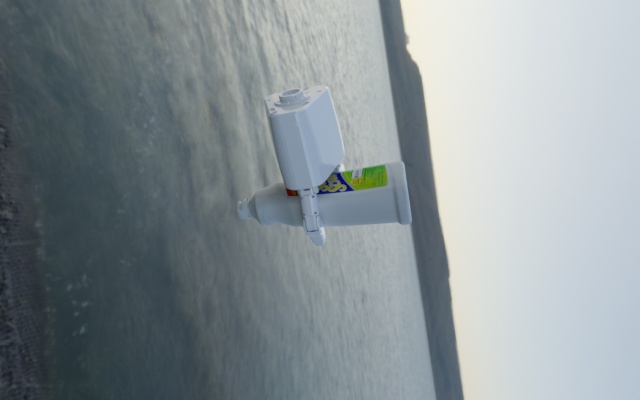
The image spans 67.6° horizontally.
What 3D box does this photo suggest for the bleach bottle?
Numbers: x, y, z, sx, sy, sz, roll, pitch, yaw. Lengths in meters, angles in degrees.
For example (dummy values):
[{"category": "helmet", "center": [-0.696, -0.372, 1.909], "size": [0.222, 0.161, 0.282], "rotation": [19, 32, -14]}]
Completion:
[{"category": "bleach bottle", "center": [0.000, 0.002, 0.691], "size": [0.251, 0.068, 0.102], "rotation": [-8, 30, 11]}]
